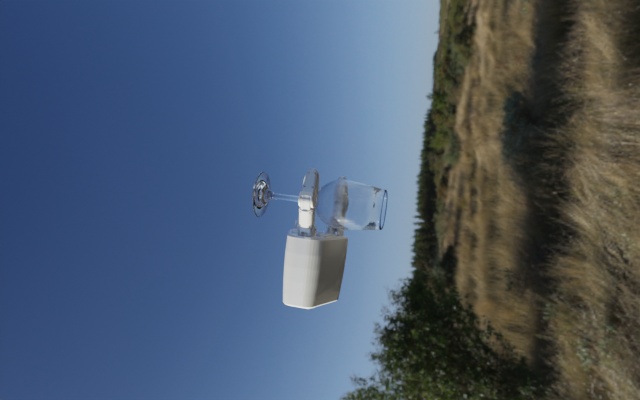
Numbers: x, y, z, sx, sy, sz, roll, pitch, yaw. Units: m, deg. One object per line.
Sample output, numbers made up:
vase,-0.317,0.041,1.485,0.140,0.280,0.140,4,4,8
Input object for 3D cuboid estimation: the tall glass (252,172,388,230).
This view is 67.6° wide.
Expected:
tall glass,-0.001,0.002,0.743,0.201,0.079,0.079,7,2,14
